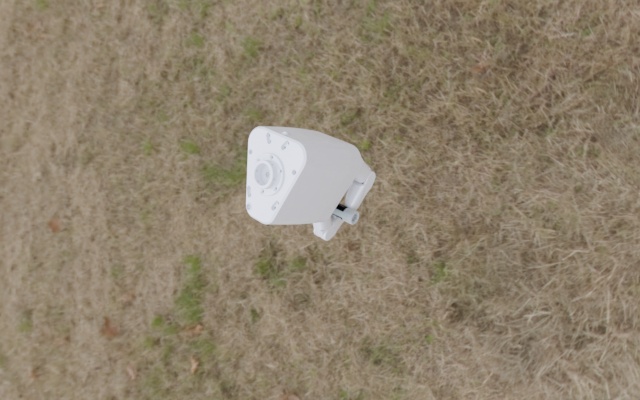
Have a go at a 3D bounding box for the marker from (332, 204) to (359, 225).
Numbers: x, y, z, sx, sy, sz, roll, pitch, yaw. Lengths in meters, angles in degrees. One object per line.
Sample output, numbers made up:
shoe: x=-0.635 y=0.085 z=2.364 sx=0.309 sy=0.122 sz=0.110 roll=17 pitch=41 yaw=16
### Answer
marker: x=0.000 y=0.002 z=0.657 sx=0.121 sy=0.020 sz=0.020 roll=25 pitch=15 yaw=34
